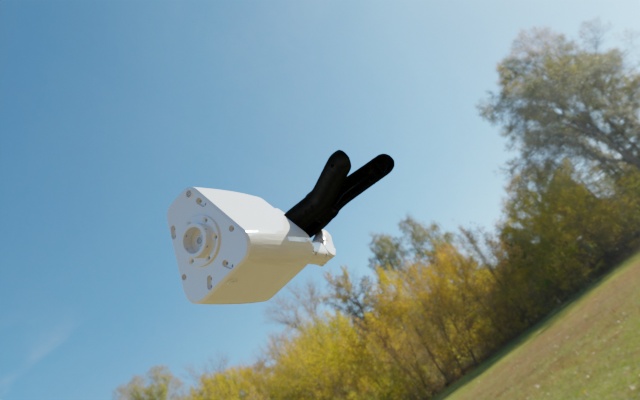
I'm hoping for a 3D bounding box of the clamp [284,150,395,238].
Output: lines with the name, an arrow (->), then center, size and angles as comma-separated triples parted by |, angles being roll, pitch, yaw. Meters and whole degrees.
clamp -> 0.000, 0.001, 0.536 | 0.171, 0.039, 0.120 | -44, -26, 17
